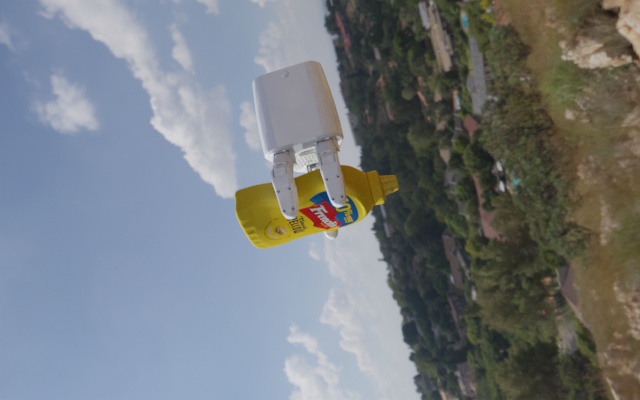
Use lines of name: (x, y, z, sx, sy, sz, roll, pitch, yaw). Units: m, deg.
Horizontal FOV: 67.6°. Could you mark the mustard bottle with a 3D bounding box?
mustard bottle: (0.000, 0.002, 0.582, 0.191, 0.058, 0.096, -15, -39, 6)
